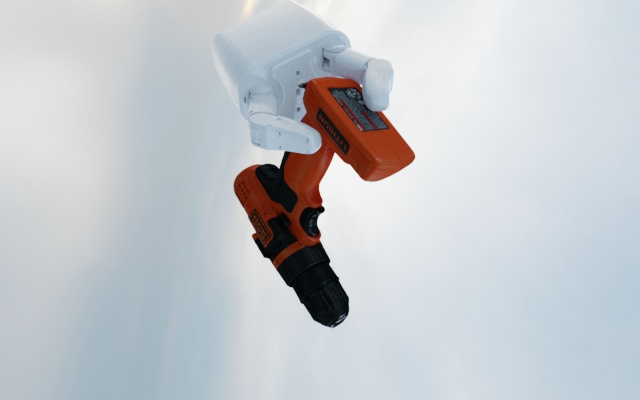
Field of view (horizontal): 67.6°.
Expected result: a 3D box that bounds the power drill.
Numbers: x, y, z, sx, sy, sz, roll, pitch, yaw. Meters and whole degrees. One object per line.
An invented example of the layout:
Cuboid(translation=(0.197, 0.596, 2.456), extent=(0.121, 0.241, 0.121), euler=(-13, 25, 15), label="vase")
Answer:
Cuboid(translation=(0.000, 0.001, 0.428), extent=(0.057, 0.184, 0.188), euler=(-15, -28, -44), label="power drill")
